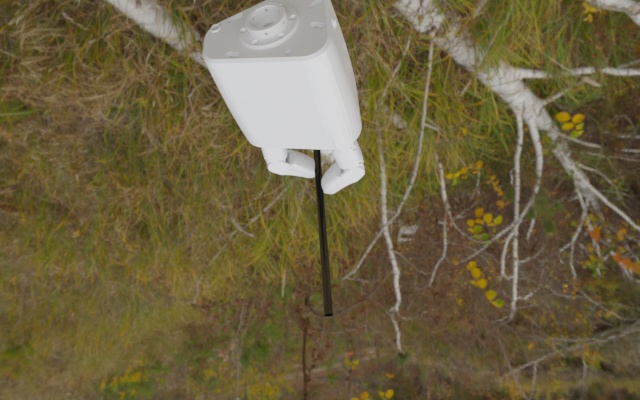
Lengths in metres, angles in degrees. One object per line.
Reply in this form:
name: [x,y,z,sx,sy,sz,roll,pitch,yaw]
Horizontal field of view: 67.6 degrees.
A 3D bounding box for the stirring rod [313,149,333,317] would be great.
stirring rod: [0.000,0.001,0.492,0.011,0.239,0.011,-3,-33,-2]
